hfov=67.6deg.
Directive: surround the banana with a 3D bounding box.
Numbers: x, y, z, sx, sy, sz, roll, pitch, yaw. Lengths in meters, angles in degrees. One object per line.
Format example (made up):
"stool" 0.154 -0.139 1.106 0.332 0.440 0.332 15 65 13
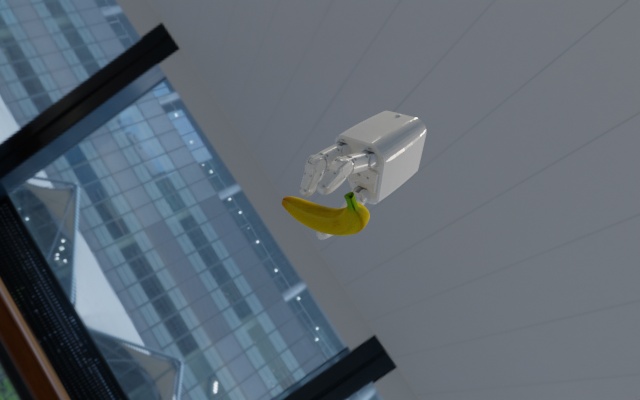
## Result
"banana" 0.011 0.018 0.653 0.037 0.070 0.198 -38 16 -26
